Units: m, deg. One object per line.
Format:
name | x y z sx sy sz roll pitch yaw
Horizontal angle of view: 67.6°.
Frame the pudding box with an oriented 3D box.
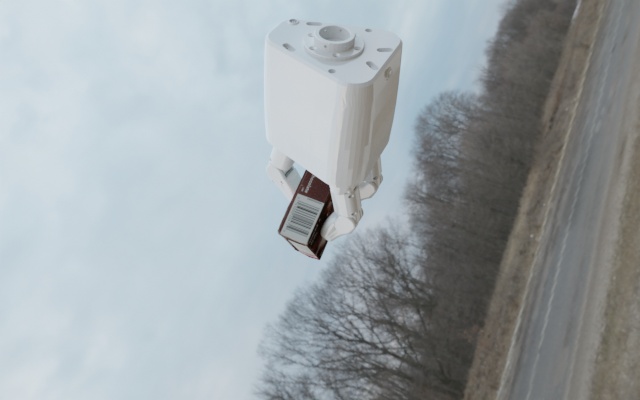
pudding box | 0.000 0.002 0.523 0.039 0.113 0.090 23 -11 15
